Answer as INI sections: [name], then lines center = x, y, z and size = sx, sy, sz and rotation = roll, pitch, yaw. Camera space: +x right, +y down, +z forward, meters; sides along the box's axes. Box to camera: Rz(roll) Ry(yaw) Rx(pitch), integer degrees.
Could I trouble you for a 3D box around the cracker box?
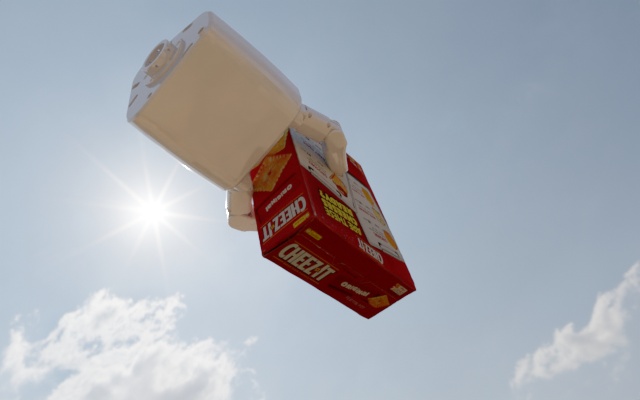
[cracker box]
center = 0.000, 0.001, 0.516
size = 0.072, 0.213, 0.164
rotation = -38, -51, 18
